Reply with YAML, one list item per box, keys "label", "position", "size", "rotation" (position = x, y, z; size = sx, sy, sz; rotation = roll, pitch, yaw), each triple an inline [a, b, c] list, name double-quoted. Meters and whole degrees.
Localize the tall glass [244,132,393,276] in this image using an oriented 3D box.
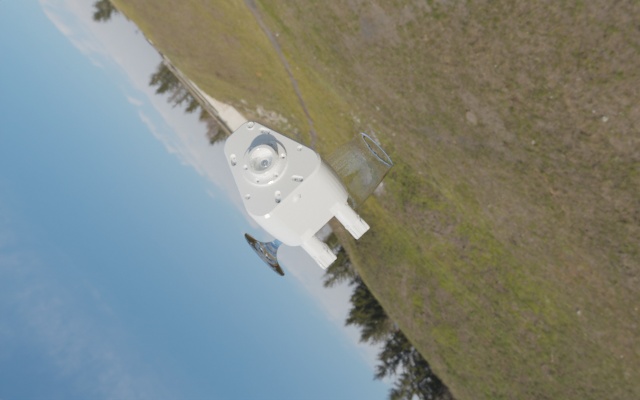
- label: "tall glass"
  position: [0.000, 0.002, 0.614]
  size: [0.201, 0.079, 0.079]
  rotation: [-43, 0, 0]
